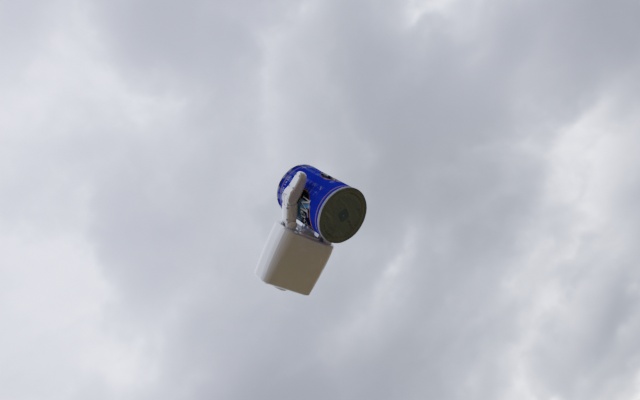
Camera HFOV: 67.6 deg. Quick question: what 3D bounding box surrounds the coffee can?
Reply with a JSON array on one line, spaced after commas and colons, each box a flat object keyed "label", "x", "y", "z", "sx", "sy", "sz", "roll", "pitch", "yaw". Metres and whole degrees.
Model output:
[{"label": "coffee can", "x": 0.000, "y": 0.003, "z": 0.864, "sx": 0.103, "sy": 0.103, "sz": 0.140, "roll": 0, "pitch": 20, "yaw": -38}]
